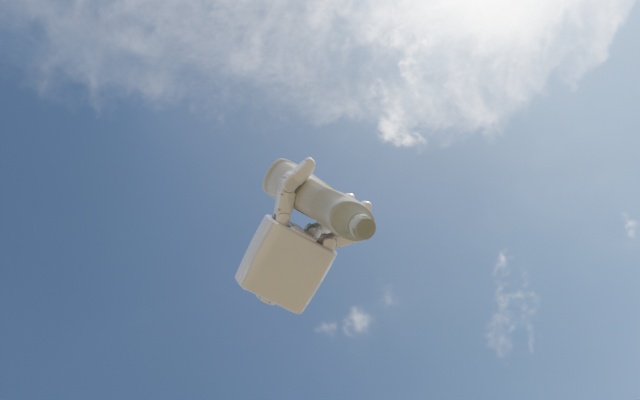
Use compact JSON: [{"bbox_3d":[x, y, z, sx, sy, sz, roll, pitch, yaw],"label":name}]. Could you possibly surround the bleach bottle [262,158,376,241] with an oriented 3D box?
[{"bbox_3d":[0.000,0.002,0.694,0.102,0.068,0.250,28,1,-27],"label":"bleach bottle"}]
